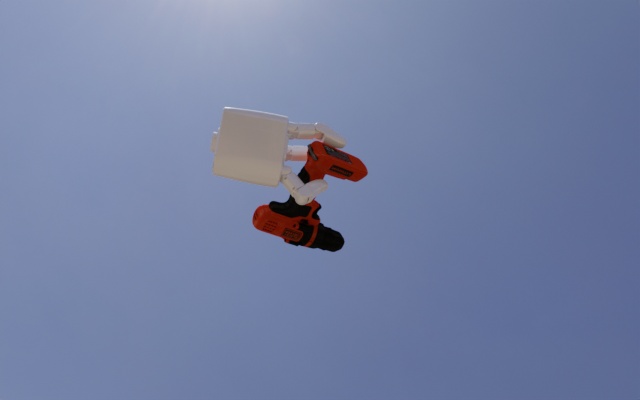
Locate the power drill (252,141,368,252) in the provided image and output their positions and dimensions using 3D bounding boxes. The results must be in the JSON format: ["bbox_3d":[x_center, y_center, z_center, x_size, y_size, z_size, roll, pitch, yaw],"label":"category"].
[{"bbox_3d":[0.000,0.002,0.823,0.184,0.188,0.057,20,26,-30],"label":"power drill"}]
